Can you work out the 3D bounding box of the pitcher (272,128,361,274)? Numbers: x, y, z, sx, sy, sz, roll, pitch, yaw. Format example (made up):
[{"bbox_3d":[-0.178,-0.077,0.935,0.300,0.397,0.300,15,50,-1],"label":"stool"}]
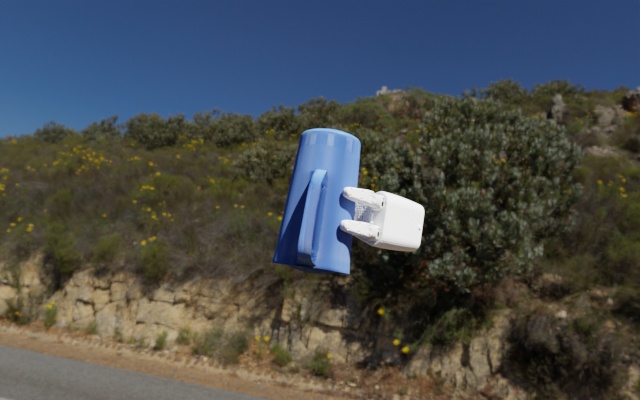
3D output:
[{"bbox_3d":[0.000,0.003,0.819,0.145,0.243,0.149,14,-10,-35],"label":"pitcher"}]
